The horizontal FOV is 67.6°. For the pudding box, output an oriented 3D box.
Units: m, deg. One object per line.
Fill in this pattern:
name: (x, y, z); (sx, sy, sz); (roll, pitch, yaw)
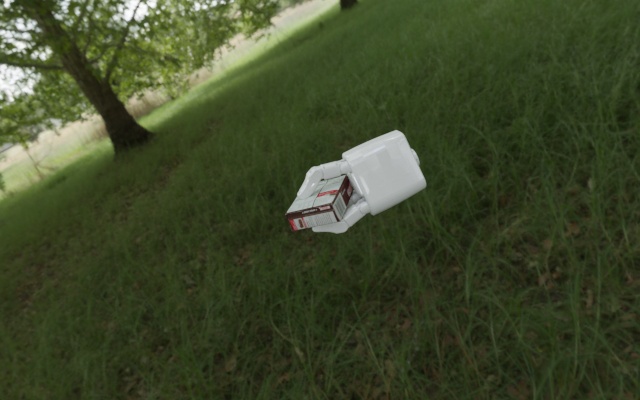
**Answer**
pudding box: (0.000, 0.003, 0.820); (0.090, 0.039, 0.113); (-14, 22, 23)
